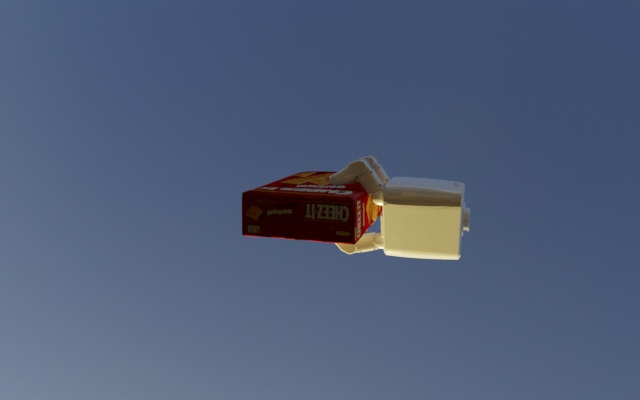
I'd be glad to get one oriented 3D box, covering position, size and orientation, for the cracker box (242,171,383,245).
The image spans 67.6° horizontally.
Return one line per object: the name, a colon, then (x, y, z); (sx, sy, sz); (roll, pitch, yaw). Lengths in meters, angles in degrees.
cracker box: (0.000, 0.003, 0.732); (0.164, 0.072, 0.213); (3, 11, 18)
